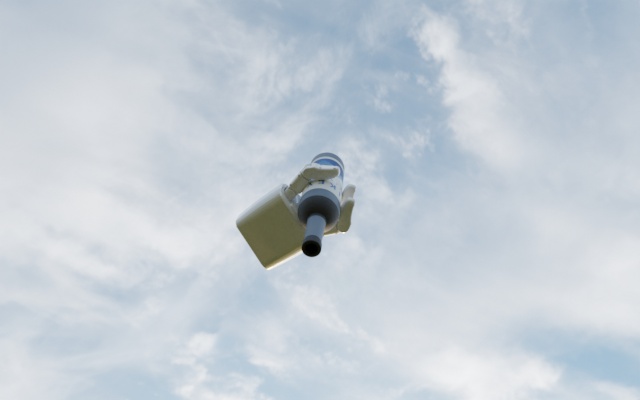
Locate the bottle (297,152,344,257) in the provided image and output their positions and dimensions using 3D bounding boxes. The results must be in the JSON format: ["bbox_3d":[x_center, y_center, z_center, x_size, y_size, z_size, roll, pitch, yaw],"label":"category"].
[{"bbox_3d":[0.000,0.002,0.780,0.069,0.069,0.295,0,26,5],"label":"bottle"}]
